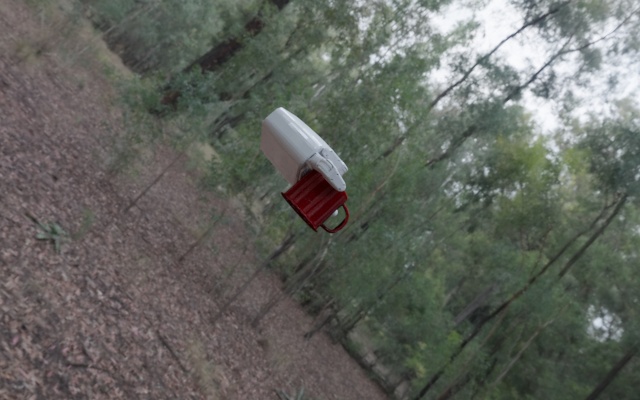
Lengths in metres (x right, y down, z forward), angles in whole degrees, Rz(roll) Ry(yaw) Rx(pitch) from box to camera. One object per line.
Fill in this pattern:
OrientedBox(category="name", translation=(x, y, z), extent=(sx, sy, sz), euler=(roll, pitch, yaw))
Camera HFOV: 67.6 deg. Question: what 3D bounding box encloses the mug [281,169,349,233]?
OrientedBox(category="mug", translation=(0.001, 0.004, 0.821), extent=(0.081, 0.117, 0.093), euler=(-42, -10, -7))
